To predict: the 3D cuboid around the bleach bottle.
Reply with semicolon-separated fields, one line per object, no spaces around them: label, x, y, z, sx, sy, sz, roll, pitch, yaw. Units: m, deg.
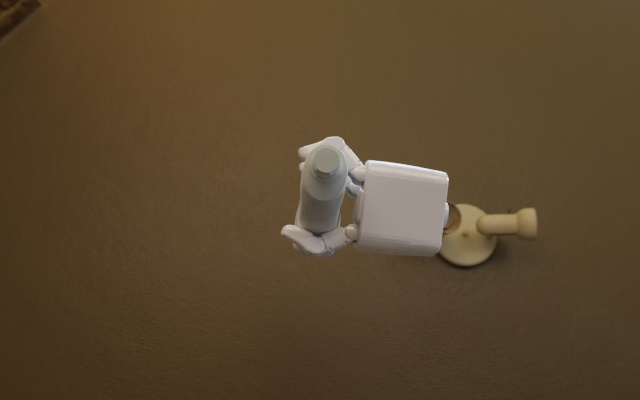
bleach bottle;0.000;0.002;0.619;0.068;0.102;0.251;8;-17;0
